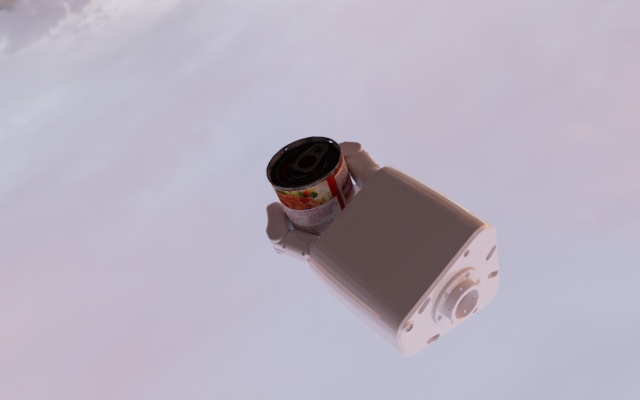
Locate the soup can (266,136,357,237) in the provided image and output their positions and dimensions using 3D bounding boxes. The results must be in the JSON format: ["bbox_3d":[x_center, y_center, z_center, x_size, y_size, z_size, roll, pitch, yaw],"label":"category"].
[{"bbox_3d":[0.000,0.001,0.440,0.068,0.068,0.102,0,-44,24],"label":"soup can"}]
